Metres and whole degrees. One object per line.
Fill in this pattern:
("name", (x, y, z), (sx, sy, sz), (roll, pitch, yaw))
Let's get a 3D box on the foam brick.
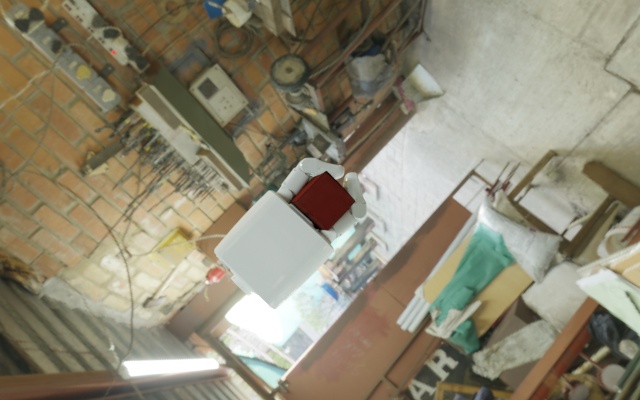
("foam brick", (0.000, 0.002, 0.593), (0.053, 0.051, 0.078), (45, -10, -6))
